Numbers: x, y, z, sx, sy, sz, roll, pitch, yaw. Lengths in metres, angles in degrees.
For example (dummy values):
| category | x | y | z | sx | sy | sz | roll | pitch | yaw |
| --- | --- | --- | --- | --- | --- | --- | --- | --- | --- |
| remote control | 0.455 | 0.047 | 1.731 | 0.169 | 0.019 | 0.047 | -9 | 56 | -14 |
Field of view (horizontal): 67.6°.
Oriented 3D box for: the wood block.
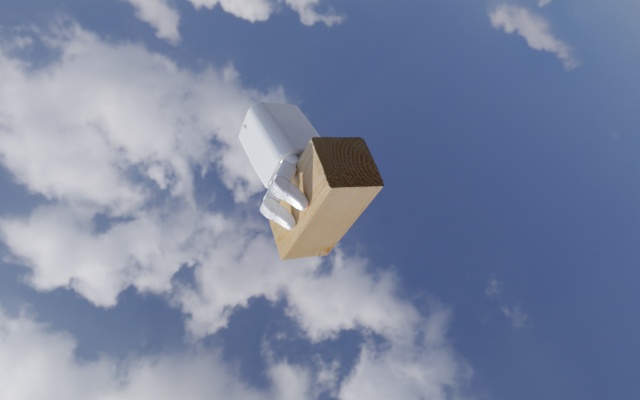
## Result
| category | x | y | z | sx | sy | sz | roll | pitch | yaw |
| --- | --- | --- | --- | --- | --- | --- | --- | --- | --- |
| wood block | 0.000 | 0.002 | 0.739 | 0.091 | 0.090 | 0.206 | -4 | -31 | -28 |
